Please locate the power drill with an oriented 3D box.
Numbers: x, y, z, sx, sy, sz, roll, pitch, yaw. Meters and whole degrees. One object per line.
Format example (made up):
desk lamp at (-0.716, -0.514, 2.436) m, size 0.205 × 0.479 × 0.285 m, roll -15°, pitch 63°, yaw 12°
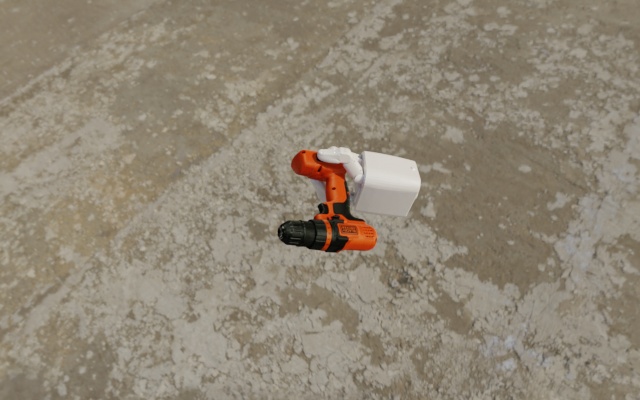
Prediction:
power drill at (0.000, 0.002, 0.835) m, size 0.184 × 0.187 × 0.057 m, roll 8°, pitch -35°, yaw -31°
